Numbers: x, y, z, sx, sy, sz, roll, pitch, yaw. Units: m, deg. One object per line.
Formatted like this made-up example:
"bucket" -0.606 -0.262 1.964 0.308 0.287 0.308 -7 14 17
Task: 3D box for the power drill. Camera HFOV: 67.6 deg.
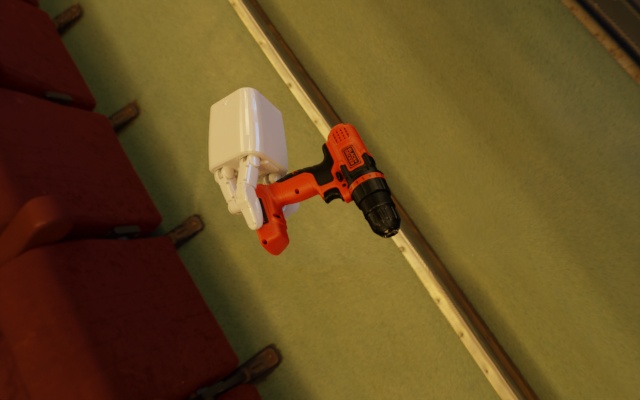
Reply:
"power drill" 0.000 0.002 0.658 0.187 0.184 0.057 -27 -32 7
